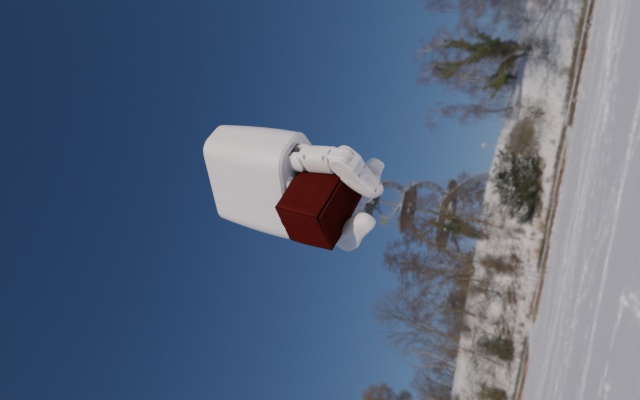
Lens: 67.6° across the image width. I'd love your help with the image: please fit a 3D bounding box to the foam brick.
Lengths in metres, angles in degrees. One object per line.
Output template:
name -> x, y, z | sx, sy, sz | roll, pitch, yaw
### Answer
foam brick -> 0.000, 0.002, 0.479 | 0.051, 0.078, 0.053 | 11, -38, 28
